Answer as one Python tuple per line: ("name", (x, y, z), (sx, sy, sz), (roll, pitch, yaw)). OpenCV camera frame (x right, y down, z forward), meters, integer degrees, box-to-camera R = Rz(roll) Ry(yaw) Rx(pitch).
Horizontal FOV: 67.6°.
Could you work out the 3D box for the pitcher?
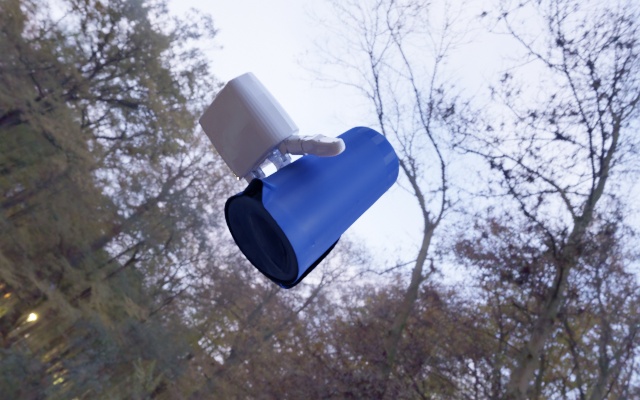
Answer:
("pitcher", (0.000, 0.002, 0.662), (0.242, 0.145, 0.149), (-37, -1, -34))
